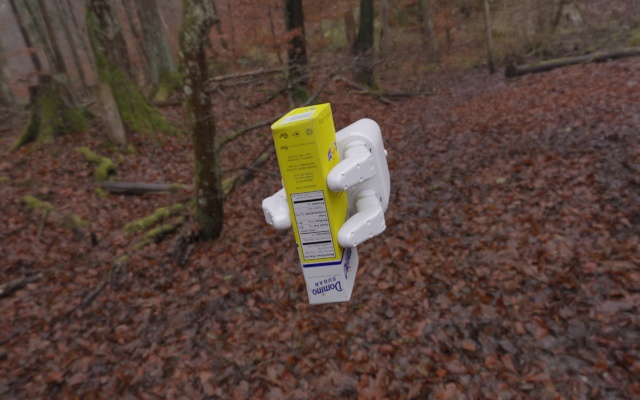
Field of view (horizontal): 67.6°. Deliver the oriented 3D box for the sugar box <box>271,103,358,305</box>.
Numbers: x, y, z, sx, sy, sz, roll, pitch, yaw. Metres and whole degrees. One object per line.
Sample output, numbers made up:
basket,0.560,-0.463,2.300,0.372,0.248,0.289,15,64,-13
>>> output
sugar box,0.001,0.001,0.465,0.048,0.176,0.093,-10,18,14
